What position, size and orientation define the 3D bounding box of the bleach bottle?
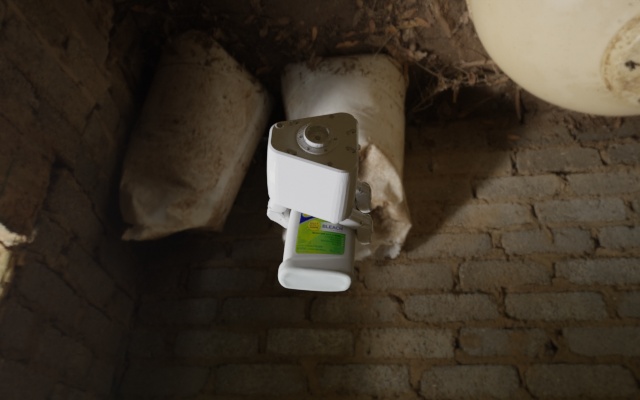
[{"bbox_3d":[0.000,0.002,0.694,0.102,0.250,0.068,4,-33,-3],"label":"bleach bottle"}]
